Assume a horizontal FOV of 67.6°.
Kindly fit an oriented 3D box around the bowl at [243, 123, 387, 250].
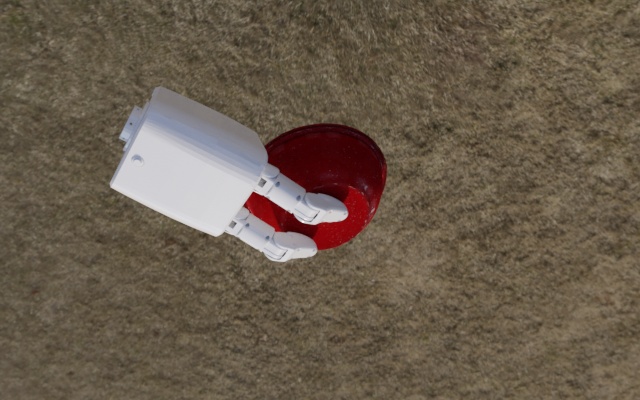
[{"bbox_3d":[0.001,0.002,0.501,0.162,0.162,0.055,0,41,-17],"label":"bowl"}]
